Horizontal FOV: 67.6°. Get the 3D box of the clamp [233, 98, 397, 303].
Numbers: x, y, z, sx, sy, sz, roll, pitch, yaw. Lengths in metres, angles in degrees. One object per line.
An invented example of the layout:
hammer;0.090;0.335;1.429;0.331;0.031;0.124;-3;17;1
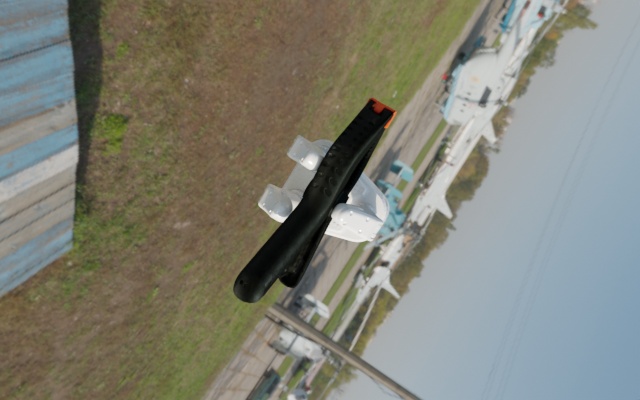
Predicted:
clamp;0.001;0.001;0.427;0.036;0.210;0.164;32;6;9
